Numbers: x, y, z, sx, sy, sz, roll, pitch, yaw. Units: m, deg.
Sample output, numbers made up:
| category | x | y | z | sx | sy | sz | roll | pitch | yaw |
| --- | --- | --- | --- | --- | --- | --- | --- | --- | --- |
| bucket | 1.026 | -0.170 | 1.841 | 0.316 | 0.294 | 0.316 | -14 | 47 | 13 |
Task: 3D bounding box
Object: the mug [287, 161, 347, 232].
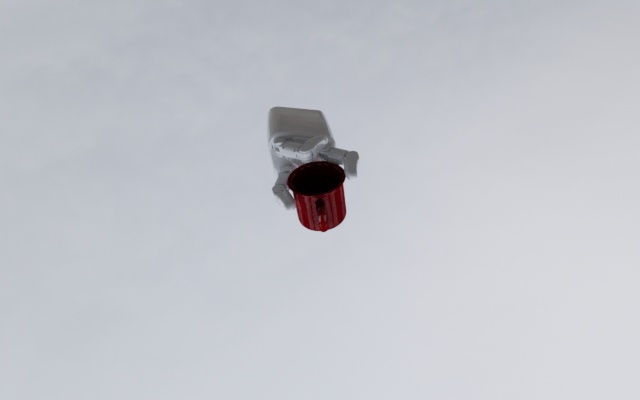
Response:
| category | x | y | z | sx | sy | sz | roll | pitch | yaw |
| --- | --- | --- | --- | --- | --- | --- | --- | --- | --- |
| mug | 0.000 | 0.004 | 0.761 | 0.093 | 0.082 | 0.117 | -10 | 39 | -1 |
